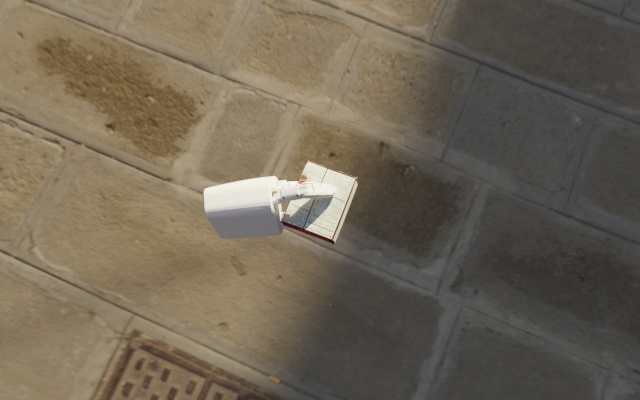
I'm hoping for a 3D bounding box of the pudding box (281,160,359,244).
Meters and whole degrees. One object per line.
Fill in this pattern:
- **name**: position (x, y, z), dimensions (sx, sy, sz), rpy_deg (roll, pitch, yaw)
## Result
- **pudding box**: position (0.000, 0.002, 0.767), dimensions (0.090, 0.113, 0.039), rpy_deg (21, -9, 10)
